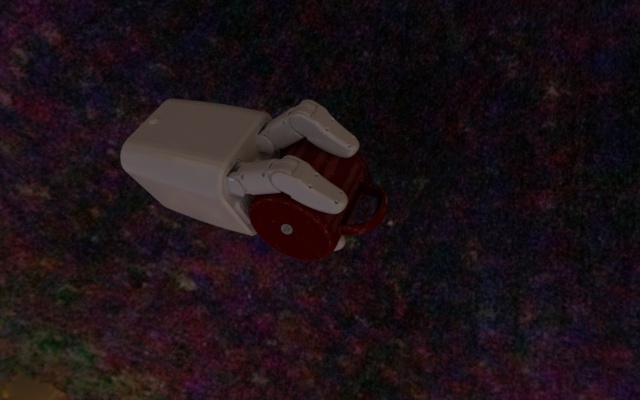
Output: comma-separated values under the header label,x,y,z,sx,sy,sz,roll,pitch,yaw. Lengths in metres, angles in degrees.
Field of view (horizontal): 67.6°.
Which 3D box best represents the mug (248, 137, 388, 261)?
label,x,y,z,sx,sy,sz,roll,pitch,yaw
mug,0.001,0.002,0.418,0.117,0.081,0.093,13,-39,20
